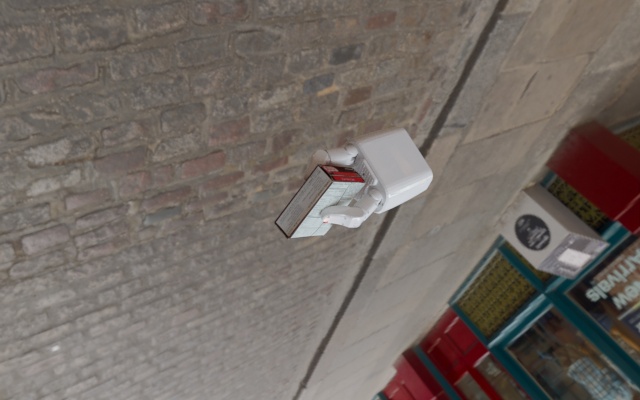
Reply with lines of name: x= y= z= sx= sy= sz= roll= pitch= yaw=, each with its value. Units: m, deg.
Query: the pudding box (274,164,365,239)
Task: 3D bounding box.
pudding box: x=0.000 y=0.002 z=0.673 sx=0.039 sy=0.113 sz=0.090 roll=47 pitch=24 yaw=25
